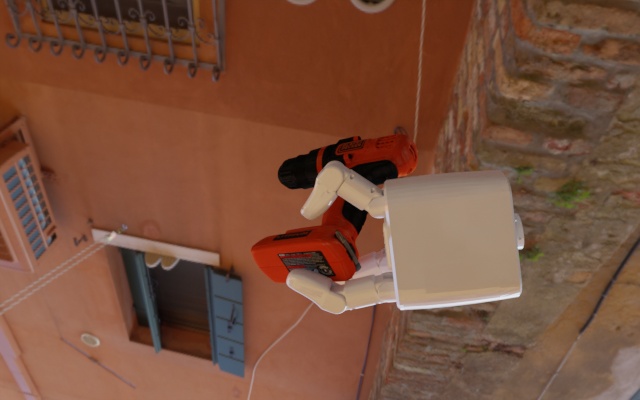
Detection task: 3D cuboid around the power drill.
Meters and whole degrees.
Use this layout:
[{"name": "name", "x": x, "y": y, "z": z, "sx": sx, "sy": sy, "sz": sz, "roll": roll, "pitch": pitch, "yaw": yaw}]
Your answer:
[{"name": "power drill", "x": 0.000, "y": 0.002, "z": 0.519, "sx": 0.184, "sy": 0.057, "sz": 0.187, "roll": -9, "pitch": 38, "yaw": 35}]
